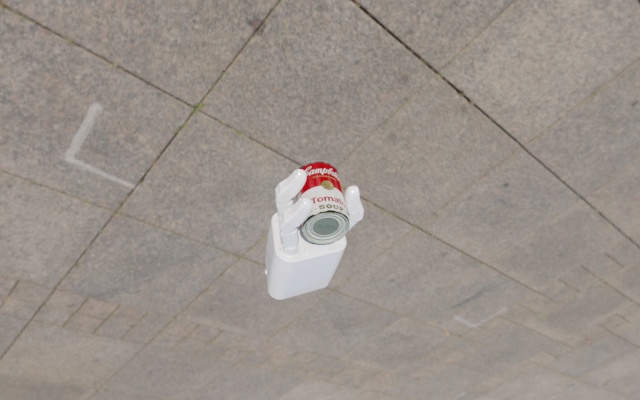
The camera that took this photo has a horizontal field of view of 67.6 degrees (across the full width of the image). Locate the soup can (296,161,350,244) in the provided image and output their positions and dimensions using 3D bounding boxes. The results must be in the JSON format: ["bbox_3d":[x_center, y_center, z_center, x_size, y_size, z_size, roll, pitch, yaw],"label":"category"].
[{"bbox_3d":[0.000,0.002,0.676,0.068,0.102,0.069,-6,-43,-6],"label":"soup can"}]
